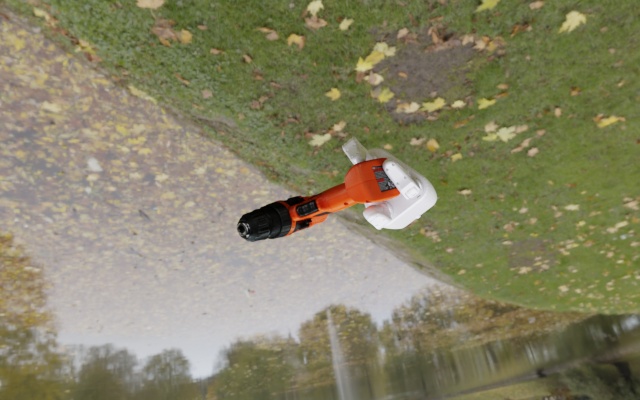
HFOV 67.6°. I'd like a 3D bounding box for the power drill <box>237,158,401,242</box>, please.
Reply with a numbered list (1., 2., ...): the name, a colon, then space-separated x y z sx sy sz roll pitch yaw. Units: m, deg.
1. power drill: 0.001 0.002 0.652 0.188 0.057 0.184 -21 -2 35
